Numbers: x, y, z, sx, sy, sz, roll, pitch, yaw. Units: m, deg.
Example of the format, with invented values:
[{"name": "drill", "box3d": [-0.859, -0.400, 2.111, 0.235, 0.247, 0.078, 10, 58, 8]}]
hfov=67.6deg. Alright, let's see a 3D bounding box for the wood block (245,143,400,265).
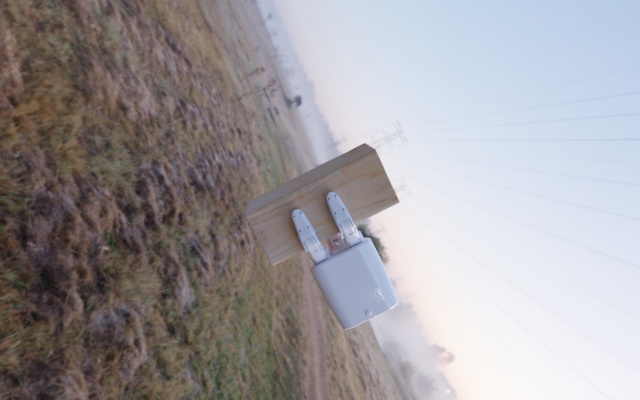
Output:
[{"name": "wood block", "box3d": [0.000, 0.003, 0.720, 0.206, 0.090, 0.091, -27, 13, 2]}]
